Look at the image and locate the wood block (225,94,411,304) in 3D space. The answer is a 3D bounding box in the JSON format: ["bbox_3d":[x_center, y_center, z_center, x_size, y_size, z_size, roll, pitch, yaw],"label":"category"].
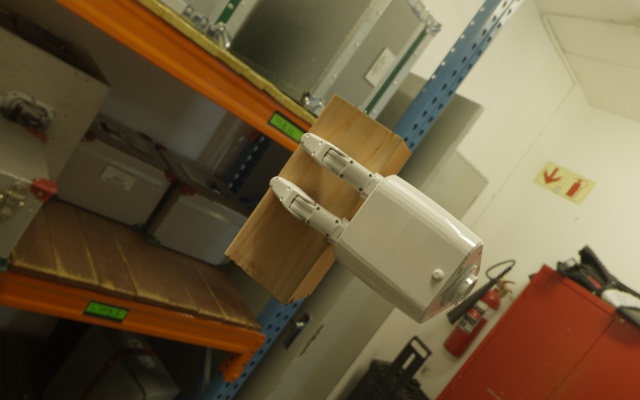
[{"bbox_3d":[0.001,0.002,0.530,0.090,0.206,0.091,37,6,16],"label":"wood block"}]
